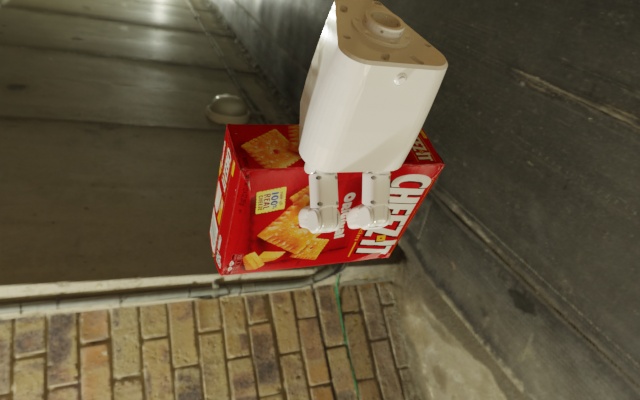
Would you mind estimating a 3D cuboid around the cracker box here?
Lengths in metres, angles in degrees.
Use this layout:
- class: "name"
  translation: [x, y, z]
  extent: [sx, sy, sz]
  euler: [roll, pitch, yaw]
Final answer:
- class: "cracker box"
  translation: [0.000, 0.002, 0.509]
  extent: [0.214, 0.072, 0.164]
  euler: [-3, -41, -23]
